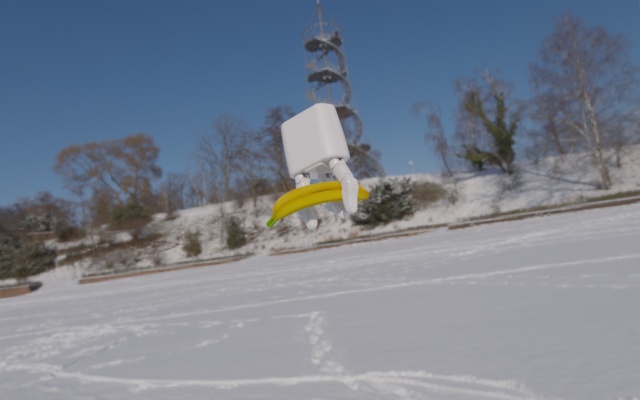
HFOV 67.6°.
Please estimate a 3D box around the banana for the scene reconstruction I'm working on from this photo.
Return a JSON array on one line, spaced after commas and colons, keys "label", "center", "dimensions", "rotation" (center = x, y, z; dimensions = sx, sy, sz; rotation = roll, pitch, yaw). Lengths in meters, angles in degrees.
[{"label": "banana", "center": [0.000, -0.005, 0.826], "dimensions": [0.198, 0.037, 0.070], "rotation": [-14, -24, -17]}]
